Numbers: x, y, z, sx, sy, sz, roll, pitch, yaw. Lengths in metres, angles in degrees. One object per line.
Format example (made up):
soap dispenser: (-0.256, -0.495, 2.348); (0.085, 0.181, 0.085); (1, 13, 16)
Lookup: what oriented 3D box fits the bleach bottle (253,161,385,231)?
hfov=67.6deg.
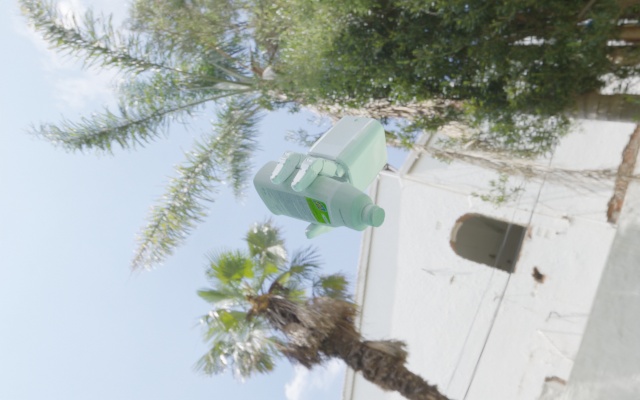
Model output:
bleach bottle: (0.000, 0.002, 0.757); (0.251, 0.068, 0.103); (18, -31, 45)
